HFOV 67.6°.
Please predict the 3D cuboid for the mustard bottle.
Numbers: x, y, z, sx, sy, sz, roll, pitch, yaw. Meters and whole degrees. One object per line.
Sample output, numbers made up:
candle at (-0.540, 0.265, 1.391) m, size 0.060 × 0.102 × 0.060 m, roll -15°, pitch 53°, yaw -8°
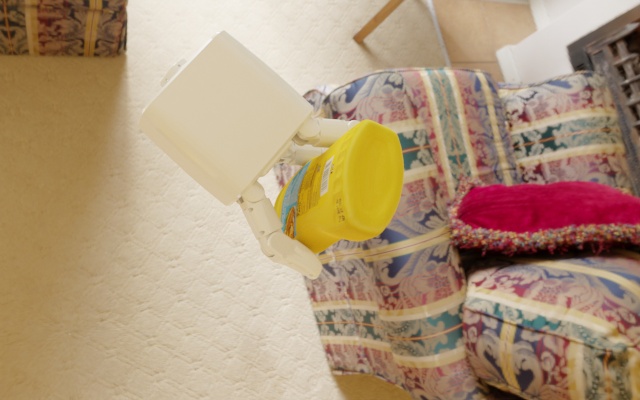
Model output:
mustard bottle at (0.000, 0.002, 0.454) m, size 0.058 × 0.096 × 0.192 m, roll 18°, pitch -21°, yaw -23°
